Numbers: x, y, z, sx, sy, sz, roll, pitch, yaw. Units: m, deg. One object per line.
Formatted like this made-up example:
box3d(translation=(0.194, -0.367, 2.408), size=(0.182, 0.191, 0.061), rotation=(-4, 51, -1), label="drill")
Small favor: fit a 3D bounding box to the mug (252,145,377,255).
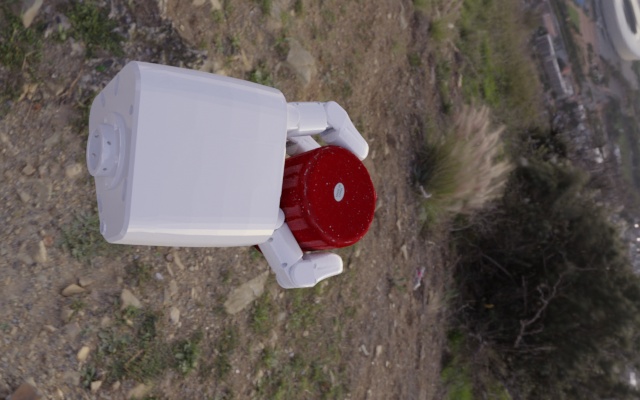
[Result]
box3d(translation=(0.001, 0.001, 0.408), size=(0.117, 0.093, 0.081), rotation=(0, -8, -41), label="mug")
